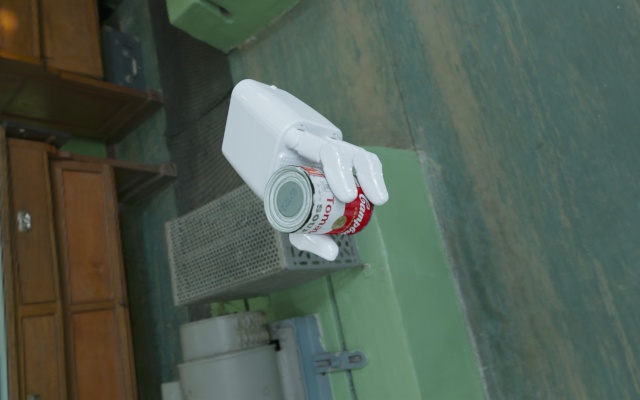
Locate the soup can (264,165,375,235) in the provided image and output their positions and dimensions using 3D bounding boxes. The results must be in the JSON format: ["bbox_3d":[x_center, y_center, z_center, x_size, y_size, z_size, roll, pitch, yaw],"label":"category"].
[{"bbox_3d":[0.000,0.002,0.494,0.068,0.068,0.102,0,-4,40],"label":"soup can"}]
